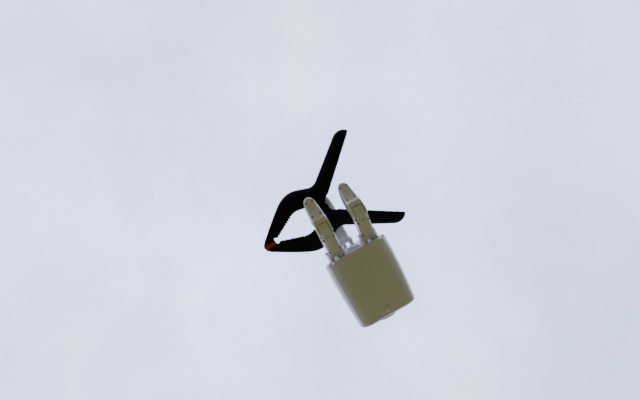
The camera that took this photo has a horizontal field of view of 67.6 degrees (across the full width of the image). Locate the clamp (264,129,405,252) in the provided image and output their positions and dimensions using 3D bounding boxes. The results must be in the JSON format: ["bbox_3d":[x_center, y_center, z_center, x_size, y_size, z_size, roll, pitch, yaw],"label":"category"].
[{"bbox_3d":[0.000,0.003,0.713,0.210,0.164,0.036,-28,-3,-6],"label":"clamp"}]
